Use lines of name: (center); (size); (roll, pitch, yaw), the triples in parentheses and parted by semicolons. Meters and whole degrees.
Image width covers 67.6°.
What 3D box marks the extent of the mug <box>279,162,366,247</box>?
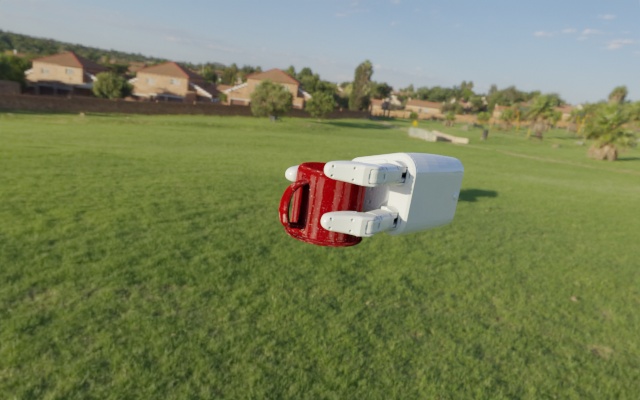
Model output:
mug: (-0.001, 0.002, 0.553); (0.117, 0.081, 0.093); (-4, 17, -42)
